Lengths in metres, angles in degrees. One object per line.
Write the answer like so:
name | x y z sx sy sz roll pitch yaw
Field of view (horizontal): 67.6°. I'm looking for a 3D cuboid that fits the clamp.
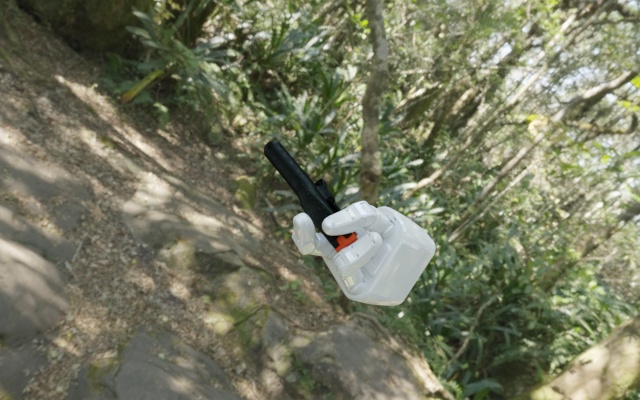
clamp | 0.001 0.002 0.592 0.039 0.171 0.120 -44 -36 15
